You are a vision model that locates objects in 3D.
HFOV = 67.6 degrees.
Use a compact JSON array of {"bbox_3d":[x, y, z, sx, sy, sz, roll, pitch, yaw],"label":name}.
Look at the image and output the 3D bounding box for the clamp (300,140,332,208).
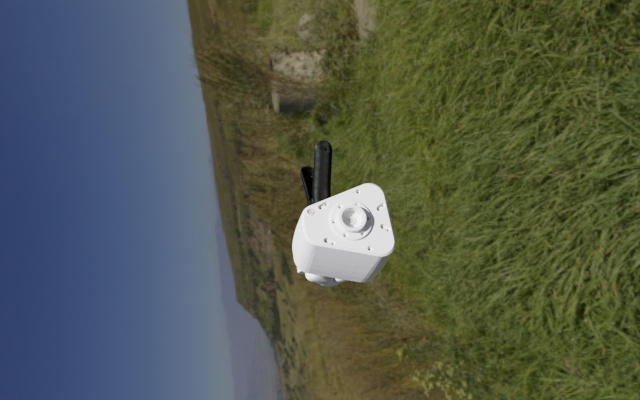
[{"bbox_3d":[0.000,0.002,0.686,0.039,0.171,0.120,-6,-23,-10],"label":"clamp"}]
